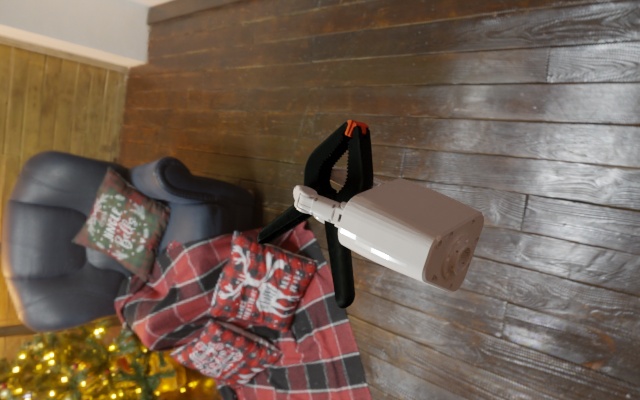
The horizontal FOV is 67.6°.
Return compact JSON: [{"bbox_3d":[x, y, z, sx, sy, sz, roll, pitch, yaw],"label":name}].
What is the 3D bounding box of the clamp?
[{"bbox_3d":[0.000,0.001,0.577,0.164,0.210,0.036,24,14,35],"label":"clamp"}]
